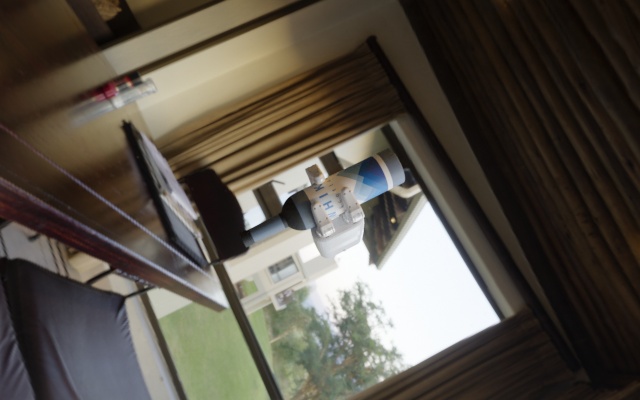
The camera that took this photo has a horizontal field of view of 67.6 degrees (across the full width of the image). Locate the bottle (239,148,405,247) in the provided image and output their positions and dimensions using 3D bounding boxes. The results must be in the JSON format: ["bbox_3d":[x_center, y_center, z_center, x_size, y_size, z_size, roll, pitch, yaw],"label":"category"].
[{"bbox_3d":[0.000,0.003,0.820,0.295,0.069,0.069,-26,3,-7],"label":"bottle"}]
